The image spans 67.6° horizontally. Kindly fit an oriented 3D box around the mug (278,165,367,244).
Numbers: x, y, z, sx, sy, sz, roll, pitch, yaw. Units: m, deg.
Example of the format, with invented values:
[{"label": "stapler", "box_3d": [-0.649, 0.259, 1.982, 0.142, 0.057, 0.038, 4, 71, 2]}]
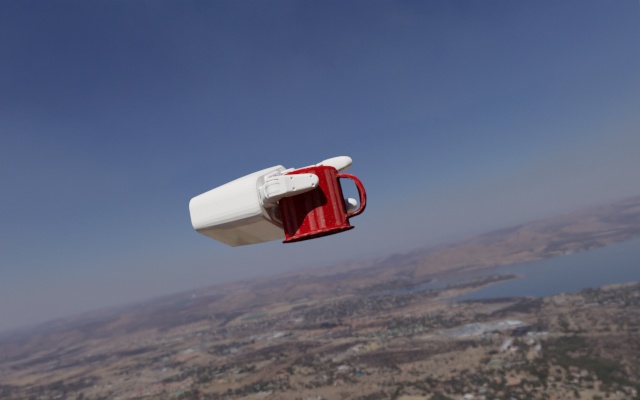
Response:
[{"label": "mug", "box_3d": [0.001, 0.001, 0.596, 0.117, 0.081, 0.093, -15, -8, 21]}]
